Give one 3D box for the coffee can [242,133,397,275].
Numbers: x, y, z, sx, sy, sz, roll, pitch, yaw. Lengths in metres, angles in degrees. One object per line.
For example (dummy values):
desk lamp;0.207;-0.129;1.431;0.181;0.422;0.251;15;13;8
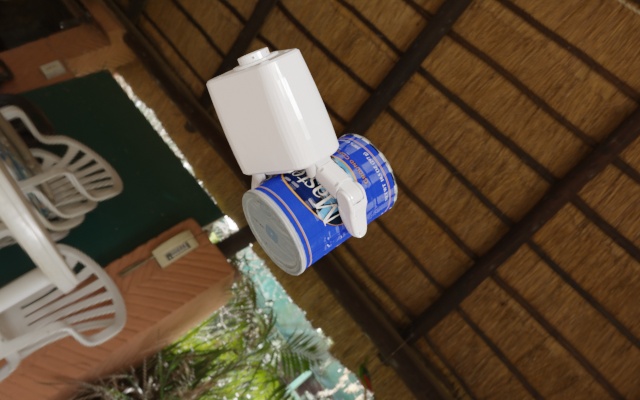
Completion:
coffee can;0.000;0.002;0.530;0.140;0.103;0.103;-33;16;-26
